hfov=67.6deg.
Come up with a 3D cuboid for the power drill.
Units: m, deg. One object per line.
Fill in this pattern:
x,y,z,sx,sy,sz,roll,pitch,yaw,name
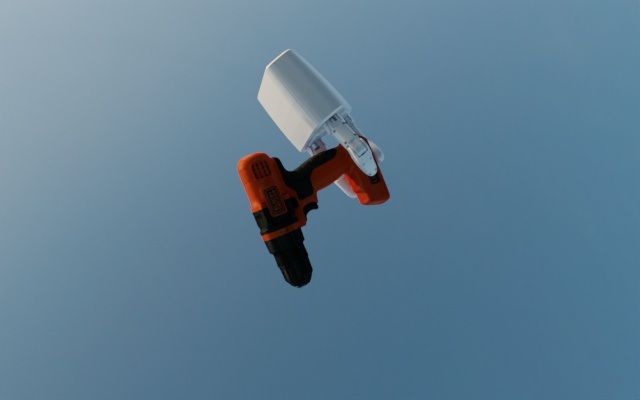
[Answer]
0.000,0.002,0.647,0.187,0.184,0.057,-23,4,-25,power drill
